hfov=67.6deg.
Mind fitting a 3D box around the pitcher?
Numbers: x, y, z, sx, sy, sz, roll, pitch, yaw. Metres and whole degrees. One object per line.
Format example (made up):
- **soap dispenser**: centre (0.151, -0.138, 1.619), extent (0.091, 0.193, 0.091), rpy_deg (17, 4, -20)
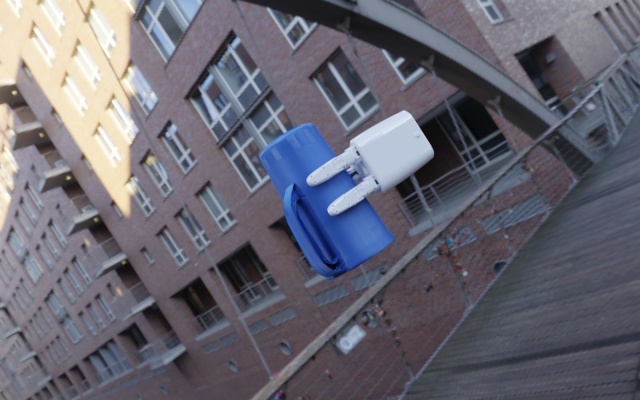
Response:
- **pitcher**: centre (0.000, 0.002, 0.781), extent (0.145, 0.243, 0.149), rpy_deg (-32, -1, -9)
